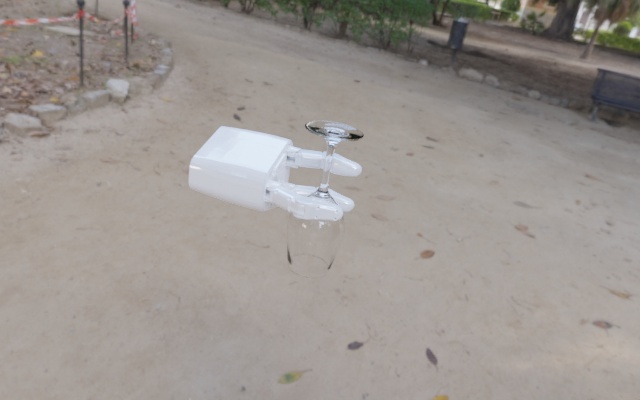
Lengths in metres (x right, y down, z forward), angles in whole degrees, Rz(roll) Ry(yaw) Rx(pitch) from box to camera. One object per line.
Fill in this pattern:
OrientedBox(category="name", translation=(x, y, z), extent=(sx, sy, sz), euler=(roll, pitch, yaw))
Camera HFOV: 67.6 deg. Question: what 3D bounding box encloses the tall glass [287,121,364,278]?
OrientedBox(category="tall glass", translation=(0.000, 0.002, 0.629), extent=(0.079, 0.201, 0.079), euler=(9, 24, -4))
